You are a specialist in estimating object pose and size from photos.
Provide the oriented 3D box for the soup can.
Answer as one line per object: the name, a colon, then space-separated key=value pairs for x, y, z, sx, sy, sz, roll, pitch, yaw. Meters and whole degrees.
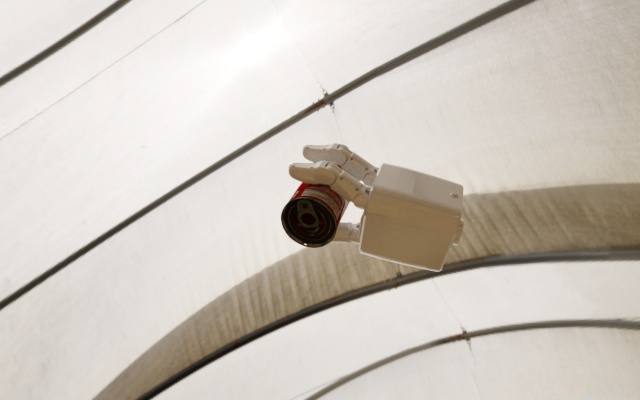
soup can: x=0.000 y=0.002 z=0.590 sx=0.068 sy=0.068 sz=0.102 roll=0 pitch=29 yaw=19
